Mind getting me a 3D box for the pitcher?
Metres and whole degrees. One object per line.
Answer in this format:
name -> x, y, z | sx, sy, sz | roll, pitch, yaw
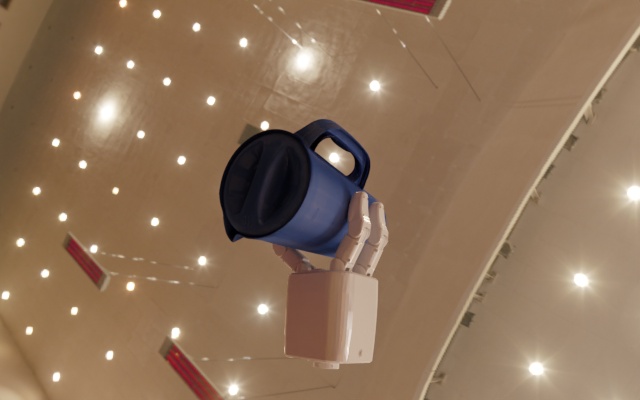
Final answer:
pitcher -> 0.000, 0.002, 0.637 | 0.149, 0.145, 0.243 | -8, -19, 31
